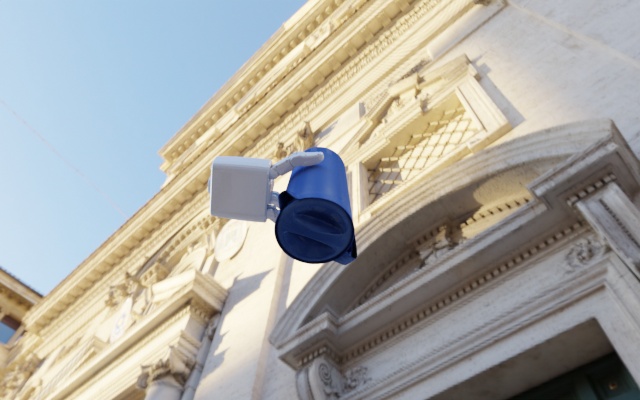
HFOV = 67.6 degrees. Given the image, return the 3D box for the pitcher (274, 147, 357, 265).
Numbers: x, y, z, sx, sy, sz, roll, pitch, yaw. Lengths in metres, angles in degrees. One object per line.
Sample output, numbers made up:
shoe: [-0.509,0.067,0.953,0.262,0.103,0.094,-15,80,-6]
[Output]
pitcher: [0.000,0.003,0.886,0.145,0.149,0.242,4,30,0]
